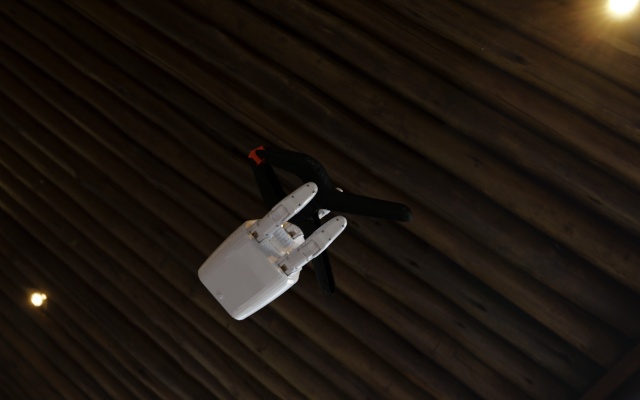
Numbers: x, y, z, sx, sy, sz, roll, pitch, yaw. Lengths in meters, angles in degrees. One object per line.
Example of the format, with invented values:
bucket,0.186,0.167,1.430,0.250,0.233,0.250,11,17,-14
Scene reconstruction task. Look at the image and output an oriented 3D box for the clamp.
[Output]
clamp,0.000,0.001,0.602,0.164,0.210,0.036,-40,1,24
